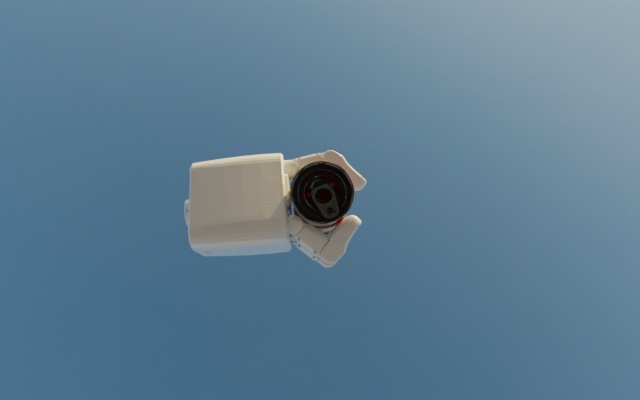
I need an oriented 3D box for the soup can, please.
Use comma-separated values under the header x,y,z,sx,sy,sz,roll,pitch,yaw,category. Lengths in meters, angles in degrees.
x,y,z,sx,sy,sz,roll,pitch,yaw,category
0.001,0.002,0.550,0.068,0.068,0.102,0,-12,-2,soup can
